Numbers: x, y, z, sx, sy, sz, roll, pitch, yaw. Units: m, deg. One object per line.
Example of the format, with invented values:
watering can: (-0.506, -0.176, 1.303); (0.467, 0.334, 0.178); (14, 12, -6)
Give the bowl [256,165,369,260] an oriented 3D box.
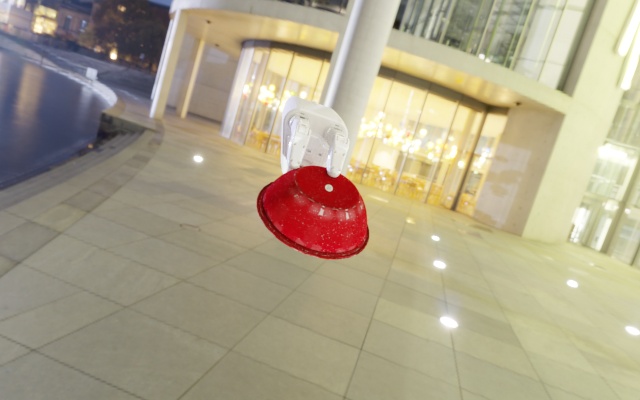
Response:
bowl: (0.001, 0.003, 0.631); (0.162, 0.055, 0.162); (16, 35, -12)
